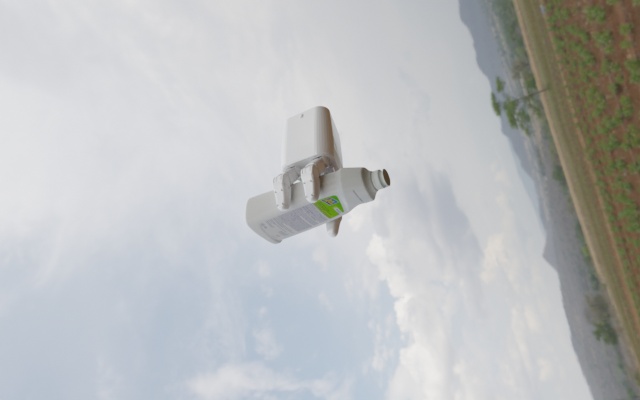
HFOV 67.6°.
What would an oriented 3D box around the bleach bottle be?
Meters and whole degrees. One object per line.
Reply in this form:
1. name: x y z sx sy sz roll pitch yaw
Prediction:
1. bleach bottle: 0.000 0.003 0.798 0.251 0.068 0.103 -18 -35 27
